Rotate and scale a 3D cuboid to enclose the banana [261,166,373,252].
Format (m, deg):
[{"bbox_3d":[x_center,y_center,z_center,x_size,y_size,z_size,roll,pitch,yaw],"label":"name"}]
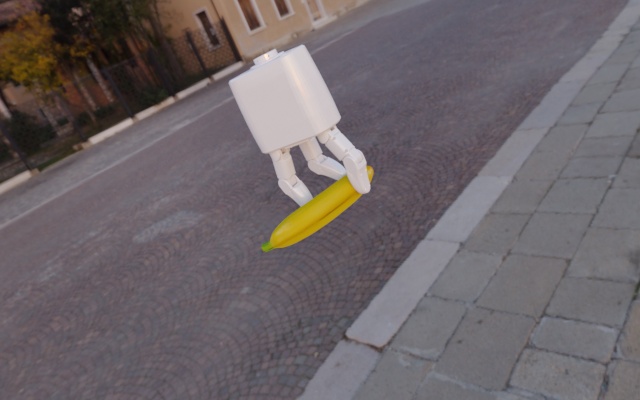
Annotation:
[{"bbox_3d":[0.004,0.006,0.647,0.198,0.037,0.069,-35,17,-15],"label":"banana"}]
